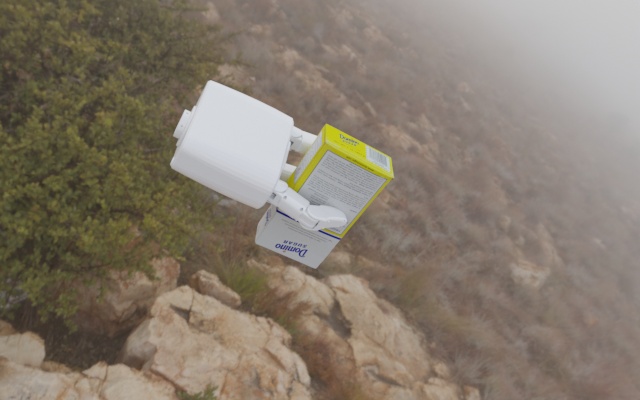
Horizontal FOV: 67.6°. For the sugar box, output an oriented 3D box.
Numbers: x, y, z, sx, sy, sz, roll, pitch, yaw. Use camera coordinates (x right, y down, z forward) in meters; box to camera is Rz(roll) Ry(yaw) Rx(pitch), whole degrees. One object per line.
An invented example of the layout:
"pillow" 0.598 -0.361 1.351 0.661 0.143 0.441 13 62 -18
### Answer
"sugar box" 0.000 0.001 0.579 0.093 0.048 0.176 26 -52 -18
